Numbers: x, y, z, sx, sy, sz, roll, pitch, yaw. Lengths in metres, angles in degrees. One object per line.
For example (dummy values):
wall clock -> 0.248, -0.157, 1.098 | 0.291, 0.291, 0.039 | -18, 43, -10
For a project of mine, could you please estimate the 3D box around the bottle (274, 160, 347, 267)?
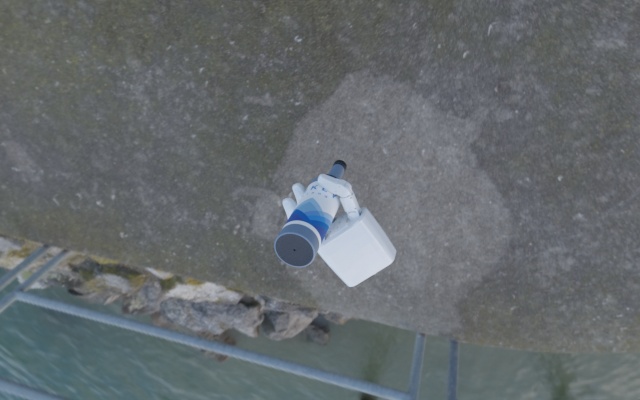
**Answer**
bottle -> 0.000, 0.003, 0.853 | 0.069, 0.069, 0.295 | 0, 30, 19
